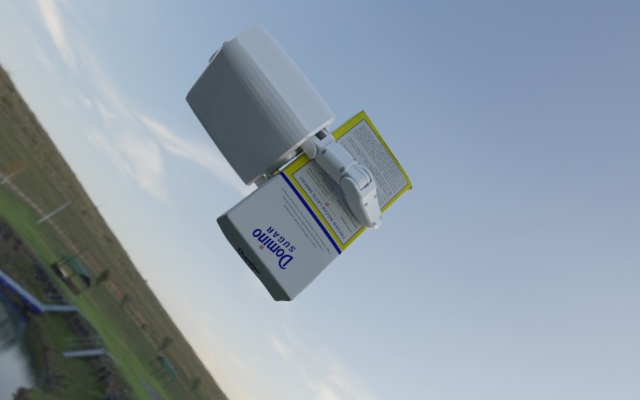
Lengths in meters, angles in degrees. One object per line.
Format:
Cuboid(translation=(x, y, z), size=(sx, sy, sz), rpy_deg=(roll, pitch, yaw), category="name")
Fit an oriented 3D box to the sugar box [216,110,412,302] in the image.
Cuboid(translation=(0.000, 0.001, 0.444), size=(0.176, 0.093, 0.048), rpy_deg=(-39, 8, -26), category="sugar box")
